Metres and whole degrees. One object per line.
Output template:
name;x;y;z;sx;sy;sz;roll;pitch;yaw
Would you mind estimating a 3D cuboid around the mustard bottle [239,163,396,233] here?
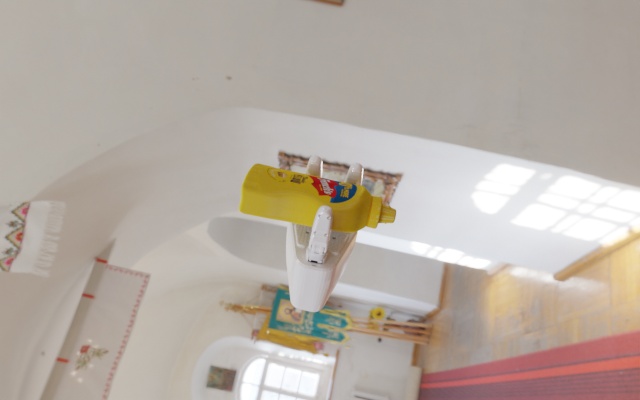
mustard bottle;0.000;0.002;0.605;0.191;0.058;0.096;12;20;2
